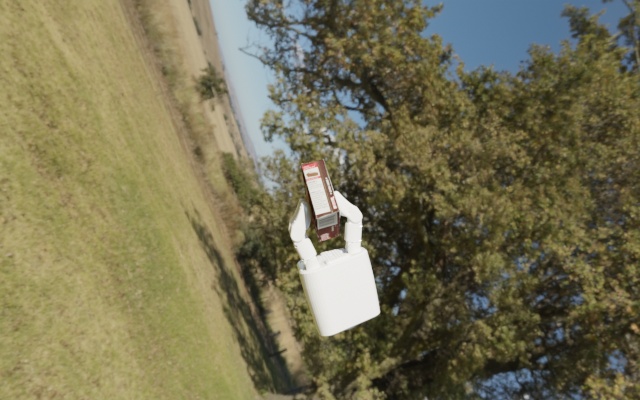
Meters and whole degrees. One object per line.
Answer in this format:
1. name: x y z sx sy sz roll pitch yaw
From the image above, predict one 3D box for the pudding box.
1. pudding box: 0.000 0.002 0.728 0.039 0.090 0.113 -15 -22 -6
